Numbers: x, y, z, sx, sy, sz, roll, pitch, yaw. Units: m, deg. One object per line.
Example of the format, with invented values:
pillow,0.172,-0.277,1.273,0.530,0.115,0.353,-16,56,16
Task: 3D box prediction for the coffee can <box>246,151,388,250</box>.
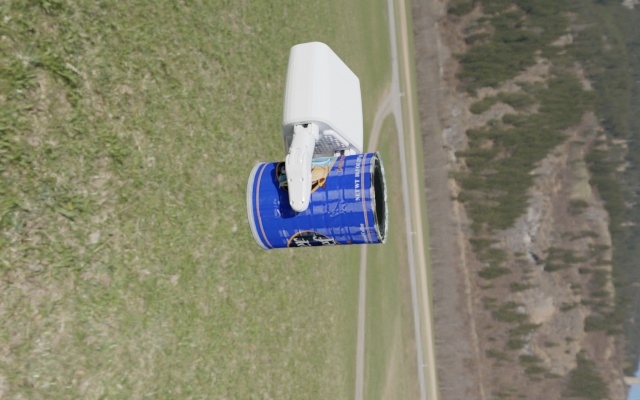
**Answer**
coffee can,0.000,0.002,0.545,0.140,0.103,0.103,-4,-1,15
